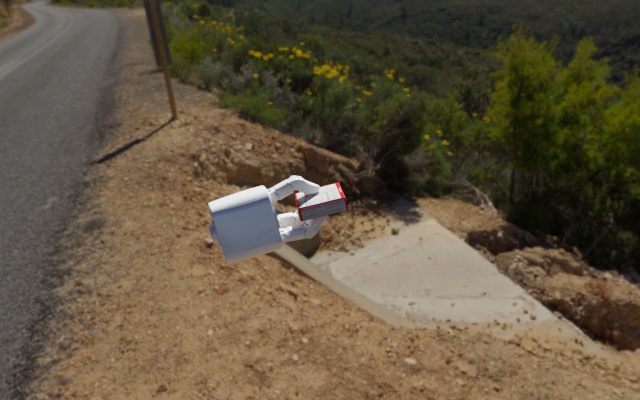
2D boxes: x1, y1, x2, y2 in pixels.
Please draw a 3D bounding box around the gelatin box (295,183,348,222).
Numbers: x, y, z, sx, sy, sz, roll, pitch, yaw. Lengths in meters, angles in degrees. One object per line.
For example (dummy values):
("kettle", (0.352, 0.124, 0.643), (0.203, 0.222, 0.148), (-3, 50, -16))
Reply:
("gelatin box", (0.000, 0.002, 0.877), (0.089, 0.030, 0.073), (-15, 24, -2))
